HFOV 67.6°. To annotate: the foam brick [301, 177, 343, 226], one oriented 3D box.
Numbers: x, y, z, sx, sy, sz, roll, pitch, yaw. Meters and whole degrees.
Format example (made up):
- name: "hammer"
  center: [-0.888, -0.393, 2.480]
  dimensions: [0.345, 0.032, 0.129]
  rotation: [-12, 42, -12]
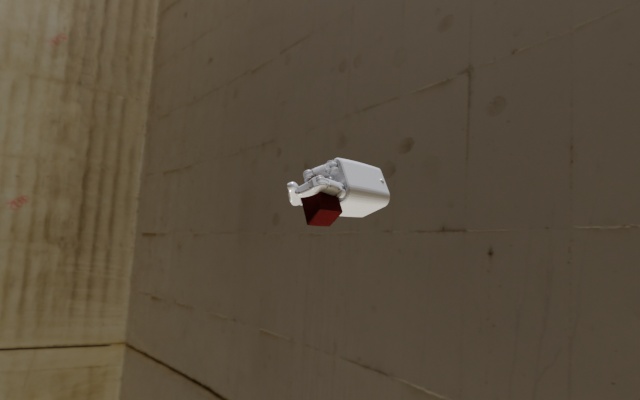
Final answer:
- name: "foam brick"
  center: [0.000, 0.003, 0.899]
  dimensions: [0.051, 0.078, 0.053]
  rotation: [9, -40, -32]
